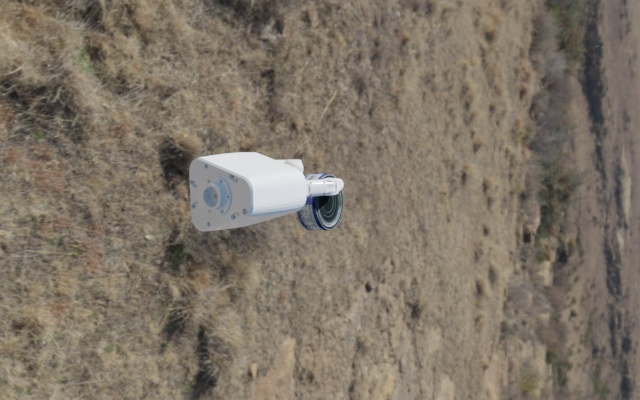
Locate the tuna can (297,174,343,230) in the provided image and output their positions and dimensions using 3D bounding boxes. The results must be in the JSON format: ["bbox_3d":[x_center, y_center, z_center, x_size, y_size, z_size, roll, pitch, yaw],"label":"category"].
[{"bbox_3d":[0.001,0.002,0.713,0.034,0.086,0.086,0,0,30],"label":"tuna can"}]
